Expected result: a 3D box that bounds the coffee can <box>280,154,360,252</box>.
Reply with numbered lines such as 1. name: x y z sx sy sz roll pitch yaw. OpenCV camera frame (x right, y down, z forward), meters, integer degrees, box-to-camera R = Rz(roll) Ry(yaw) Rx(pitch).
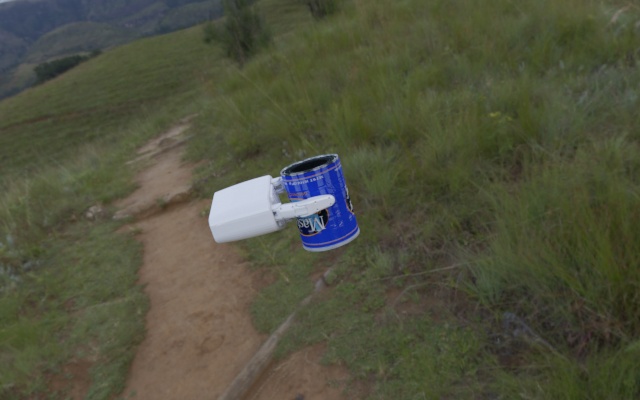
1. coffee can: 0.000 0.003 0.819 0.103 0.140 0.102 -15 15 4
